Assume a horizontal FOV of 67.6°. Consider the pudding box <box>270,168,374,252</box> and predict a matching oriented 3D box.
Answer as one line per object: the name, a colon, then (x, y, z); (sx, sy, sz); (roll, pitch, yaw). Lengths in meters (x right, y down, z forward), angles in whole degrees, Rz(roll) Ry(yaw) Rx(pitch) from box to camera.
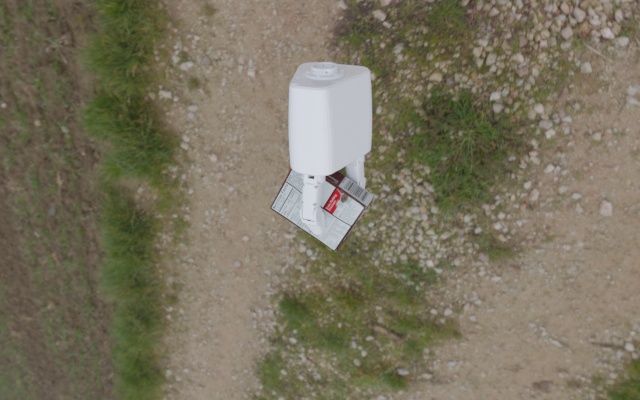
pudding box: (0.000, 0.002, 0.639); (0.113, 0.090, 0.039); (35, 34, 4)
